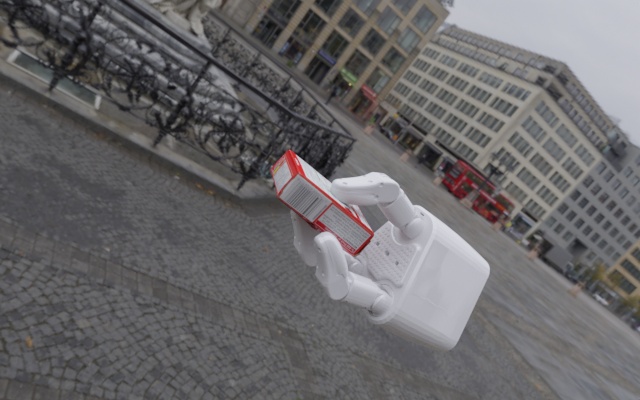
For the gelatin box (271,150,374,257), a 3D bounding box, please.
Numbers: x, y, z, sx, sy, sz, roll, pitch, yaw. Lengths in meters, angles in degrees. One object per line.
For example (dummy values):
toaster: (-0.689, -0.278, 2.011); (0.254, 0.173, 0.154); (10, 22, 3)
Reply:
gelatin box: (0.000, 0.001, 0.416); (0.089, 0.030, 0.073); (39, 10, -21)
